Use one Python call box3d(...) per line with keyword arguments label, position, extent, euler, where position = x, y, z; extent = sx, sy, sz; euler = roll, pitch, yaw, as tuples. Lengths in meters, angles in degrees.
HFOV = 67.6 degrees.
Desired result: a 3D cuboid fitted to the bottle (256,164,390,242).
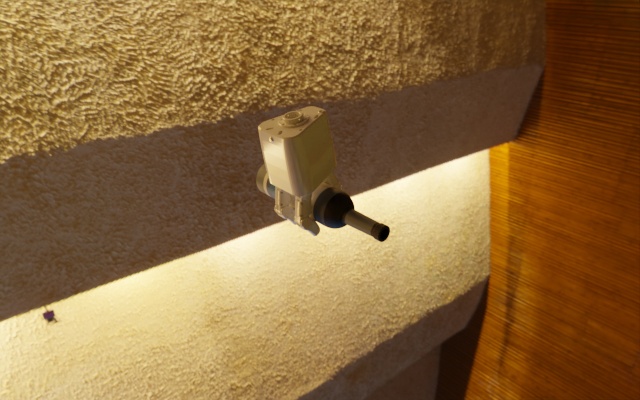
box3d(label="bottle", position=(0.000, 0.003, 0.829), extent=(0.069, 0.069, 0.295), euler=(0, 19, -45))
